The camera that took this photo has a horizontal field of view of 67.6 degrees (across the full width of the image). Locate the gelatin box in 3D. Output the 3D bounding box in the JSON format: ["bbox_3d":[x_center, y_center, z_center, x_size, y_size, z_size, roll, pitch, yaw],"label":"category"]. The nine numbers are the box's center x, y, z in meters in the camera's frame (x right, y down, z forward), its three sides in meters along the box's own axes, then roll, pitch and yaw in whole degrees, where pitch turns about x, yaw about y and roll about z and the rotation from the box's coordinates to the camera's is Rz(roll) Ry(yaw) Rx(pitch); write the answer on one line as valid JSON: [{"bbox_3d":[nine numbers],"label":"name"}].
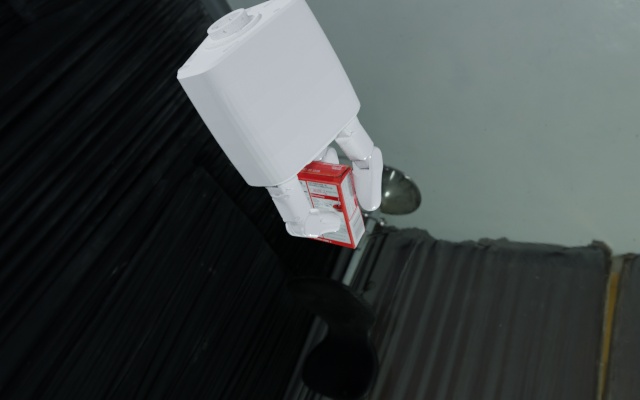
[{"bbox_3d":[0.000,0.002,0.472,0.073,0.089,0.030,10,46,28],"label":"gelatin box"}]
